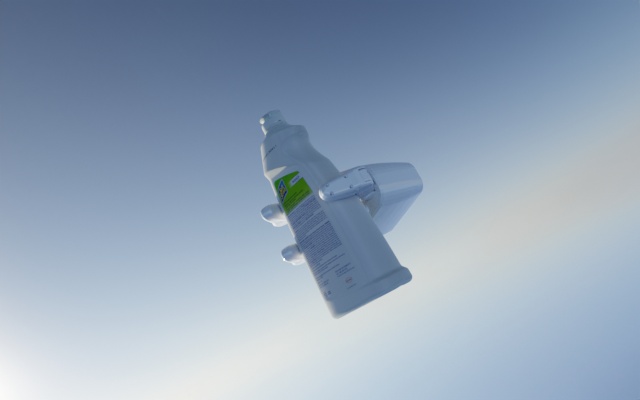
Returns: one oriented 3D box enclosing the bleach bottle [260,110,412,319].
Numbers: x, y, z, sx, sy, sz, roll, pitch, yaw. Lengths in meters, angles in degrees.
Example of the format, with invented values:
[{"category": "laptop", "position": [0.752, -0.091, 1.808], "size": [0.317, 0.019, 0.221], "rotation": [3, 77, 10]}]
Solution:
[{"category": "bleach bottle", "position": [0.000, 0.002, 0.549], "size": [0.068, 0.250, 0.103], "rotation": [-13, -20, -47]}]
